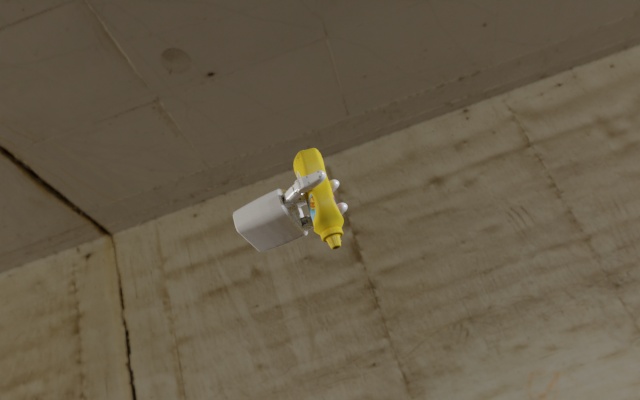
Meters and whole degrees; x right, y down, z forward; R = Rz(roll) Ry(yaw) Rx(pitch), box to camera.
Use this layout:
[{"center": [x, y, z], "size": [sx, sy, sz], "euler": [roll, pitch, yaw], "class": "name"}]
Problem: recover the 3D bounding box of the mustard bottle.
[{"center": [0.000, 0.003, 0.900], "size": [0.058, 0.191, 0.096], "euler": [-13, -26, -10], "class": "mustard bottle"}]
